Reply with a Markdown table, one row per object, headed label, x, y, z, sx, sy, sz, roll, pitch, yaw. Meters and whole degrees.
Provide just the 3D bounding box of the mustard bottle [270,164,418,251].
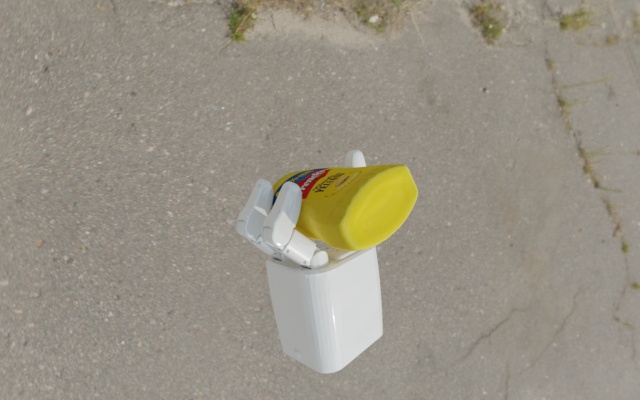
| label | x | y | z | sx | sy | sz | roll | pitch | yaw |
| --- | --- | --- | --- | --- | --- | --- | --- | --- | --- |
| mustard bottle | 0.000 | 0.001 | 0.489 | 0.096 | 0.058 | 0.191 | -41 | 24 | -27 |
